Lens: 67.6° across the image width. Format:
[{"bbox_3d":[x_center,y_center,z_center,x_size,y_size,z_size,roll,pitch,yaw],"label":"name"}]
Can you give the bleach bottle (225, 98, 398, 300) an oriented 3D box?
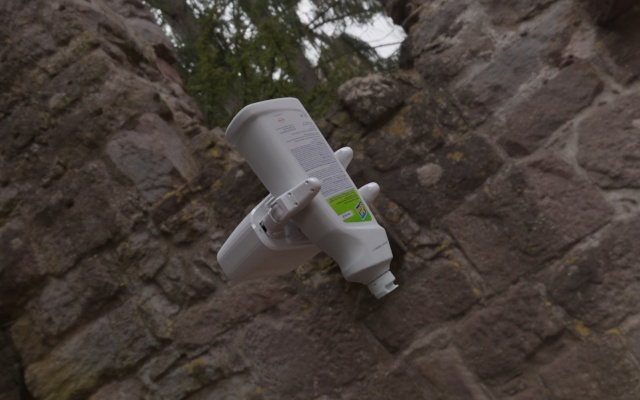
[{"bbox_3d":[0.000,0.002,0.542,0.102,0.251,0.068,-23,-14,-46],"label":"bleach bottle"}]
